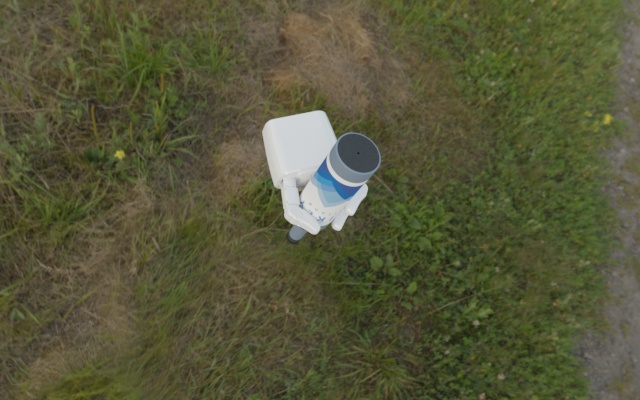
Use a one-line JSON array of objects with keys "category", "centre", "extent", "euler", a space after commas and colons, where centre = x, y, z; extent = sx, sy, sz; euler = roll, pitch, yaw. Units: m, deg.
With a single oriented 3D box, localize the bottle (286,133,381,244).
[{"category": "bottle", "centre": [0.000, 0.002, 0.760], "extent": [0.069, 0.069, 0.296], "euler": [0, -27, -23]}]
